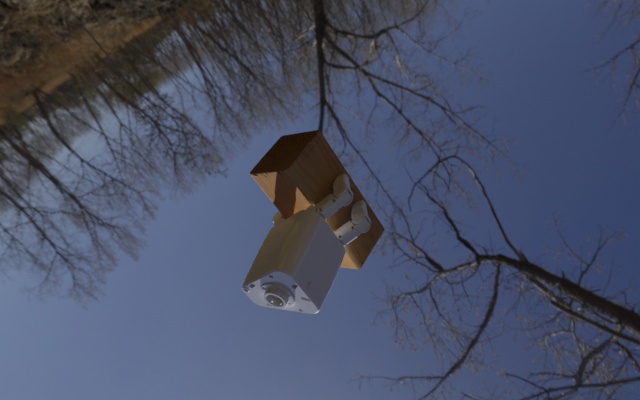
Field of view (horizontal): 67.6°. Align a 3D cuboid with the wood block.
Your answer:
[{"bbox_3d":[0.000,0.003,0.735,0.091,0.206,0.090,0,44,46],"label":"wood block"}]
